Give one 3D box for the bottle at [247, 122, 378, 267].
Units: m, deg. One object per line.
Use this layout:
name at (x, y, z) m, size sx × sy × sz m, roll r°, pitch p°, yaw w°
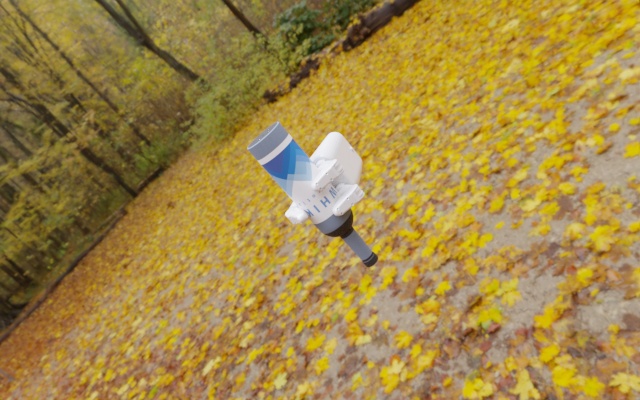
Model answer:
bottle at (0.000, 0.002, 0.801) m, size 0.069 × 0.296 × 0.069 m, roll -36°, pitch 18°, yaw 14°
